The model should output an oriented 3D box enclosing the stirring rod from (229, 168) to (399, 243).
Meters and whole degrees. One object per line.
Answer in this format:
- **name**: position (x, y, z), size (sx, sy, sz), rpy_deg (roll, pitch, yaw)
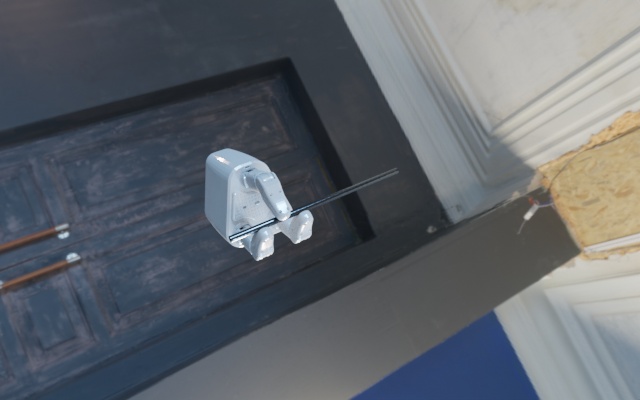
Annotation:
- **stirring rod**: position (0.000, 0.002, 0.583), size (0.239, 0.011, 0.011), rpy_deg (-22, 10, -25)
